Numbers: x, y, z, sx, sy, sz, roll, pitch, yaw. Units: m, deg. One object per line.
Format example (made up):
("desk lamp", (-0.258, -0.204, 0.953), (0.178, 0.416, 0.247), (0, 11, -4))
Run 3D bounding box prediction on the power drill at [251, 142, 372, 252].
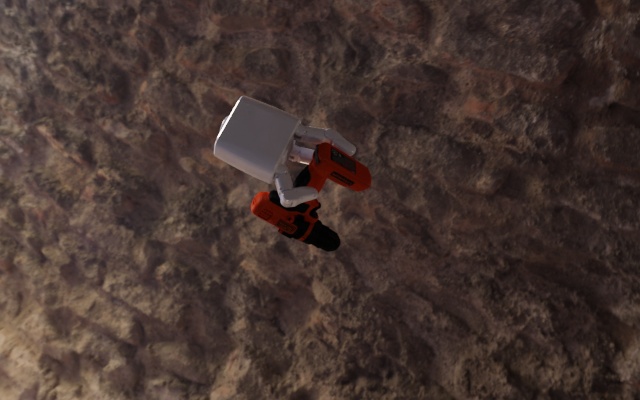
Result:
("power drill", (0.000, 0.002, 0.820), (0.184, 0.057, 0.188), (29, -56, -24))
